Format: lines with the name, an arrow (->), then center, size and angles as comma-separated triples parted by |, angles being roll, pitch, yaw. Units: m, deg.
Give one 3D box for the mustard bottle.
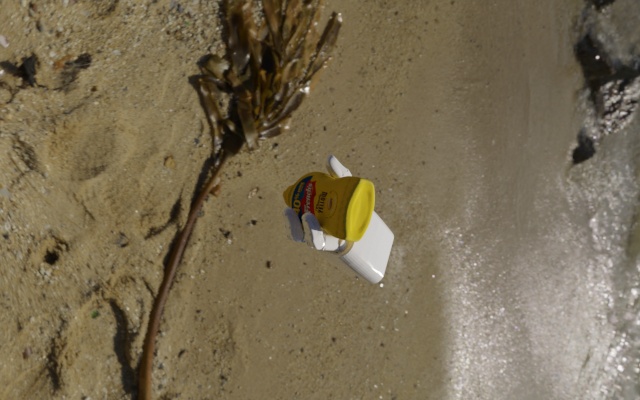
mustard bottle -> 0.000, 0.002, 0.771 | 0.058, 0.096, 0.191 | 12, 0, -39
